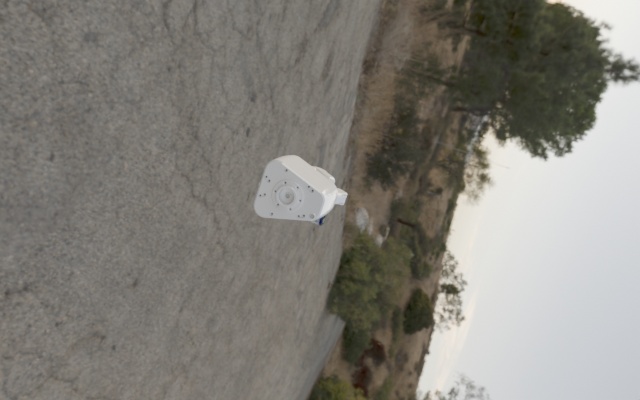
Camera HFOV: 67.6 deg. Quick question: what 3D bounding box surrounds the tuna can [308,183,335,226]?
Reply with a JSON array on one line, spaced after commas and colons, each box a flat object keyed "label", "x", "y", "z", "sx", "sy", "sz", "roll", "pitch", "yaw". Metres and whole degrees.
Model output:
[{"label": "tuna can", "x": 0.001, "y": 0.003, "z": 0.897, "sx": 0.034, "sy": 0.086, "sz": 0.086, "roll": 17, "pitch": 2, "yaw": 6}]
